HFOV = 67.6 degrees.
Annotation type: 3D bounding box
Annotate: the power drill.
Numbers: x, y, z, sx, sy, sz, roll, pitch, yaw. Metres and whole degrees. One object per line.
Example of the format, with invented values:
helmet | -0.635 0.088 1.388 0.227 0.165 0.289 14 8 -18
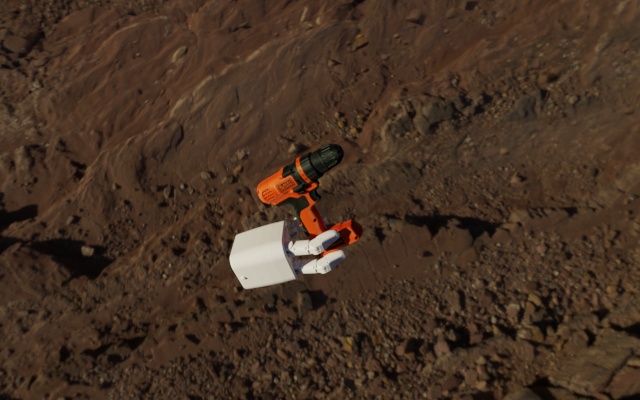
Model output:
power drill | 0.000 0.003 0.891 0.184 0.188 0.057 -27 17 25
